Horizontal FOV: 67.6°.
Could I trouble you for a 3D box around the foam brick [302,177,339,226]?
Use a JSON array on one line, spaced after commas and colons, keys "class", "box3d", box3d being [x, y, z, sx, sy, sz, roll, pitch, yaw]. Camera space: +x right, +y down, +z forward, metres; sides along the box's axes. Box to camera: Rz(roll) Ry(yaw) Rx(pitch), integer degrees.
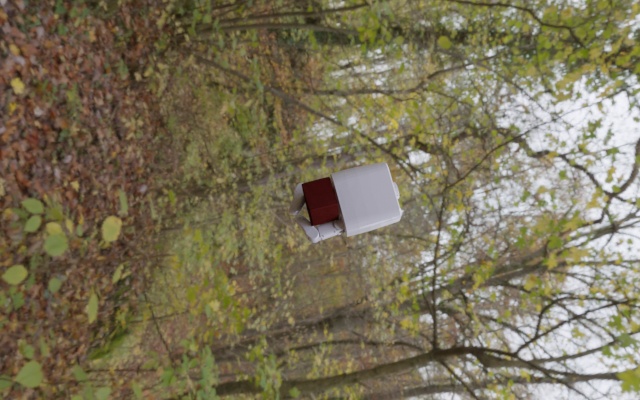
[{"class": "foam brick", "box3d": [0.000, 0.003, 0.829, 0.051, 0.053, 0.078, -14, -24, -2]}]
